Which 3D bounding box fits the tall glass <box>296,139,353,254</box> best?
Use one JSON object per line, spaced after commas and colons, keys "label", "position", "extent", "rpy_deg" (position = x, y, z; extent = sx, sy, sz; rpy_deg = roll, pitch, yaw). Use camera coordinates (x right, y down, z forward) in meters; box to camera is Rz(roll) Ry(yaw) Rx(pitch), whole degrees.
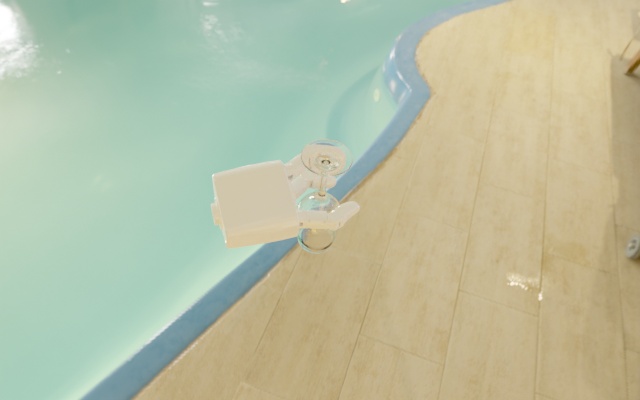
{"label": "tall glass", "position": [0.000, 0.002, 0.752], "extent": [0.079, 0.079, 0.201], "rpy_deg": [0, -40, -6]}
